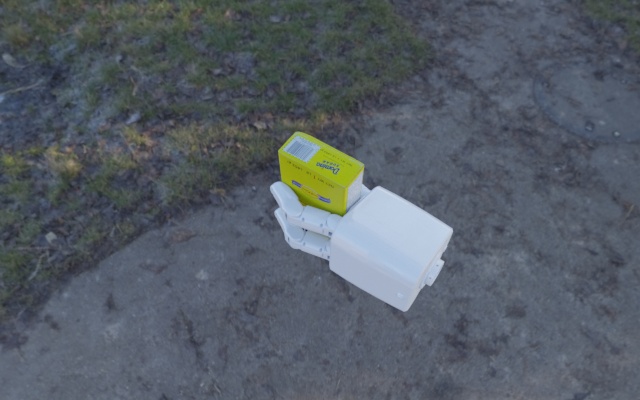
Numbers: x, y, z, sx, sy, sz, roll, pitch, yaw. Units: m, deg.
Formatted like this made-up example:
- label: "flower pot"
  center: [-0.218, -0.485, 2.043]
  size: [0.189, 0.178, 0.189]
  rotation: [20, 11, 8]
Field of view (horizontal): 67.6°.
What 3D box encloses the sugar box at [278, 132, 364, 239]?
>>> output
- label: "sugar box"
  center: [0.000, 0.002, 0.593]
  size: [0.093, 0.048, 0.176]
  rotation: [30, -31, 20]
